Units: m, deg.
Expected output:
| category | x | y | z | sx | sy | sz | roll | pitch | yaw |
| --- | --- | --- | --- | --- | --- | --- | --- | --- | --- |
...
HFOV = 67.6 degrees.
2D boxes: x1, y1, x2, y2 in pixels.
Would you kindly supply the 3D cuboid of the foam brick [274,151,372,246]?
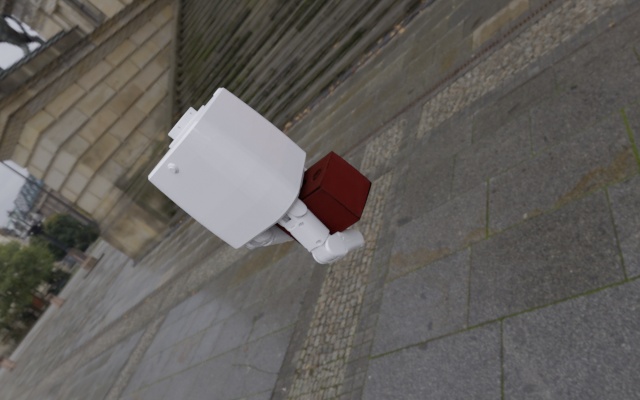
| category | x | y | z | sx | sy | sz | roll | pitch | yaw |
| --- | --- | --- | --- | --- | --- | --- | --- | --- | --- |
| foam brick | 0.000 | 0.001 | 0.453 | 0.051 | 0.053 | 0.078 | 40 | -48 | -18 |
